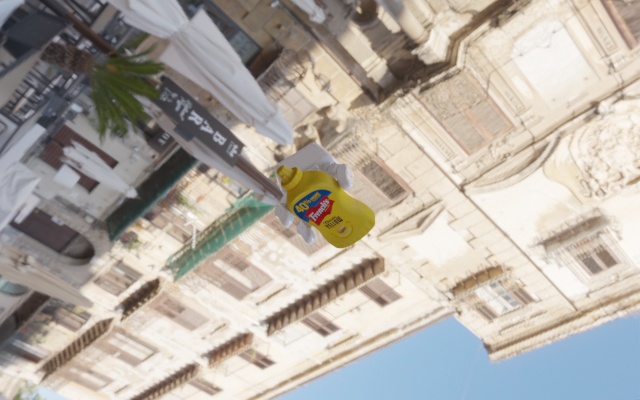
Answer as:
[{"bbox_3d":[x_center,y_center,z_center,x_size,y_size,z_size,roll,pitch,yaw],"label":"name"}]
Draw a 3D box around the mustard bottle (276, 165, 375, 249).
[{"bbox_3d":[0.000,0.003,0.819,0.096,0.058,0.192,-35,-60,29],"label":"mustard bottle"}]
